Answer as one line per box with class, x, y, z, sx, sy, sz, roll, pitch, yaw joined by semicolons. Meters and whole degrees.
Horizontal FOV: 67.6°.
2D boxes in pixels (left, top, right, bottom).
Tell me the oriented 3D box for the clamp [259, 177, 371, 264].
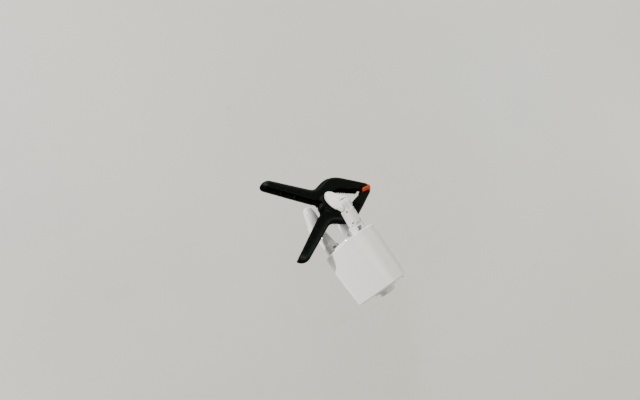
clamp;0.001;0.003;0.888;0.210;0.164;0.036;-28;-12;-29
